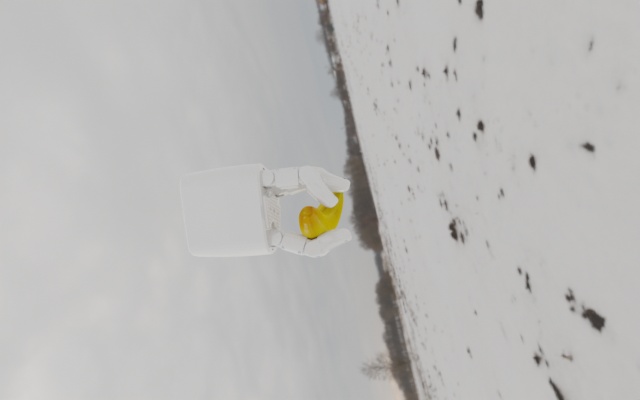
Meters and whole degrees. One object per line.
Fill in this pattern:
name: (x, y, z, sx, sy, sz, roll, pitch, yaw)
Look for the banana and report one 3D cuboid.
banana: (0.001, 0.019, 0.647, 0.037, 0.070, 0.197, 3, 14, 12)
